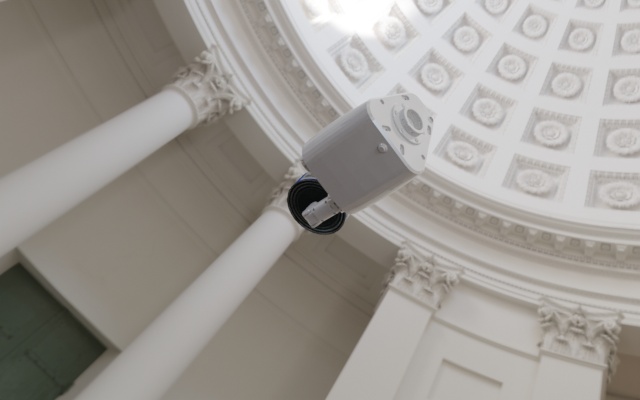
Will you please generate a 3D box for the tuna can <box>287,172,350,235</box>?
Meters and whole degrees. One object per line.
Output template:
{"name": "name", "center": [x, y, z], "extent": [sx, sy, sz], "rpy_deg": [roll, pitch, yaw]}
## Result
{"name": "tuna can", "center": [0.000, 0.002, 0.644], "extent": [0.086, 0.086, 0.033], "rpy_deg": [0, 31, 30]}
